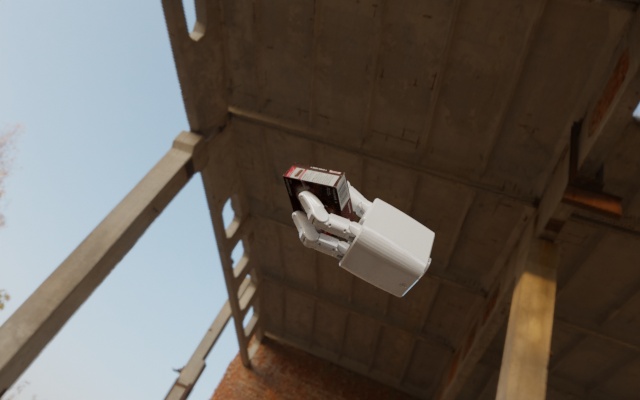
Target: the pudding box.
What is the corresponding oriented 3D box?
[{"bbox_3d":[0.000,0.002,0.720,0.090,0.114,0.039,12,46,26],"label":"pudding box"}]
